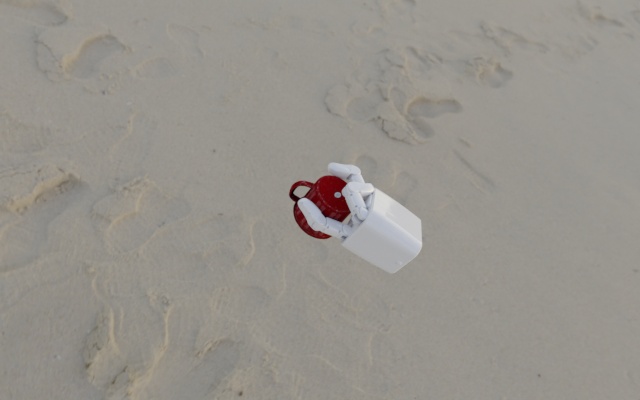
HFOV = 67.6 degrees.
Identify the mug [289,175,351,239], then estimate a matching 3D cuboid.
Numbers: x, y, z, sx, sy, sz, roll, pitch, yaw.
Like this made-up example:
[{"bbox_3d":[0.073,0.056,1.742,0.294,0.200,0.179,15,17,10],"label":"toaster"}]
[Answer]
[{"bbox_3d":[-0.001,0.002,0.846,0.117,0.093,0.081,32,-45,-9],"label":"mug"}]
